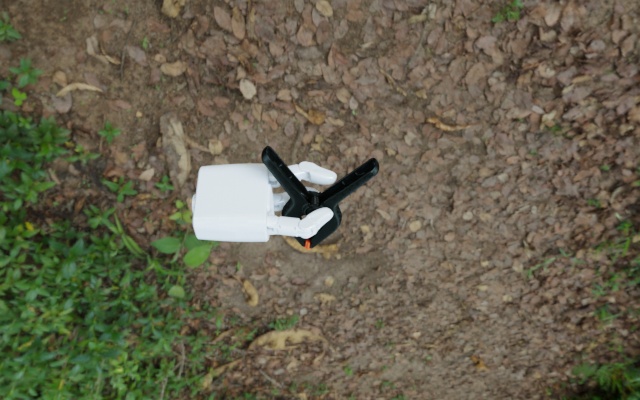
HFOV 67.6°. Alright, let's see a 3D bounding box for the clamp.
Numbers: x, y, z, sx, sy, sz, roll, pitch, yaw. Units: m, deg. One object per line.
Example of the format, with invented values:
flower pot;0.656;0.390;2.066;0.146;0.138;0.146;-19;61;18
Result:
clamp;0.000;0.003;0.726;0.164;0.036;0.210;2;-43;2
